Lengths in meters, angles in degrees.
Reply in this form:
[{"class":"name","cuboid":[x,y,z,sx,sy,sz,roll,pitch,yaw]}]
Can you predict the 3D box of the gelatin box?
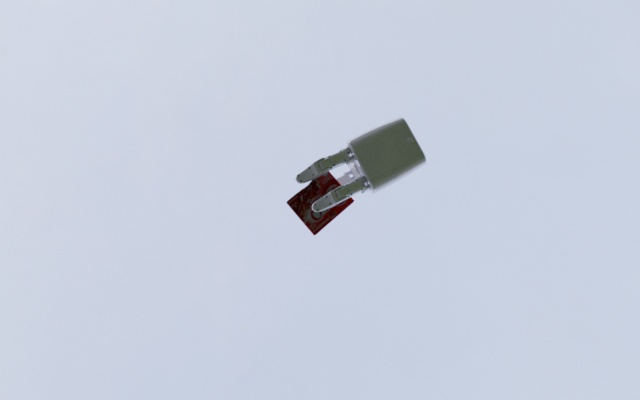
[{"class":"gelatin box","cuboid":[0.000,0.003,0.791,0.089,0.073,0.030,-40,-3,-3]}]
